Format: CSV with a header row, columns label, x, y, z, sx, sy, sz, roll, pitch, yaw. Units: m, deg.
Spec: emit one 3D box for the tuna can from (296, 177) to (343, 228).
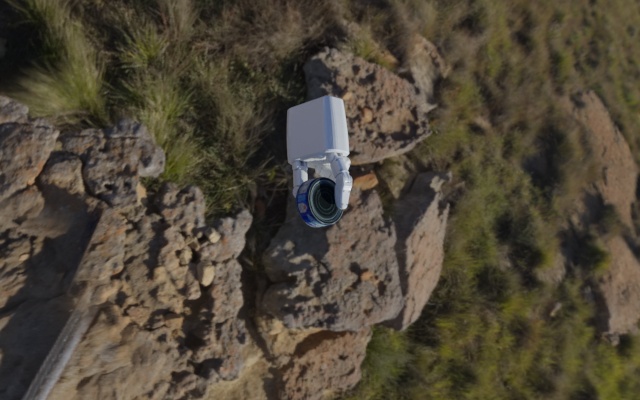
label,x,y,z,sx,sy,sz,roll,pitch,yaw
tuna can,0.001,0.003,0.830,0.086,0.086,0.034,0,-8,-42
